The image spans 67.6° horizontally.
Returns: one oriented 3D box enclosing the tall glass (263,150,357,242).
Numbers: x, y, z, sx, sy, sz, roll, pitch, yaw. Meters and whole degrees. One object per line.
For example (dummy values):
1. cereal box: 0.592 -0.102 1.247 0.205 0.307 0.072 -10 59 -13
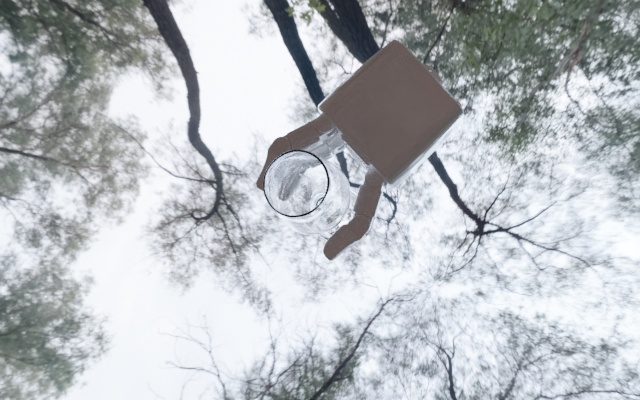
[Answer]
1. tall glass: 0.000 0.002 0.518 0.079 0.079 0.201 0 -10 13
